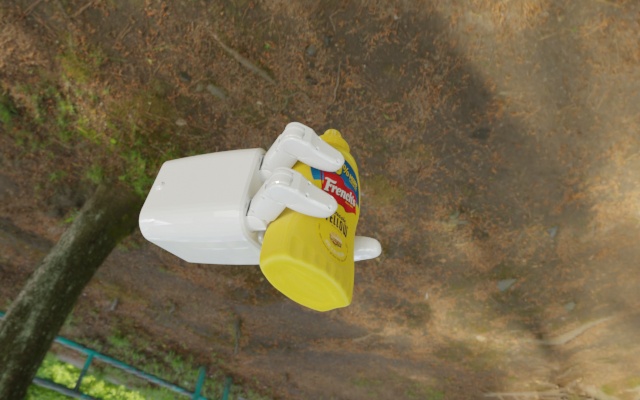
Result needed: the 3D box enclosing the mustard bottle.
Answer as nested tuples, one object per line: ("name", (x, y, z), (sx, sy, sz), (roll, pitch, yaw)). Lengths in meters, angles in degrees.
("mustard bottle", (0.000, 0.002, 0.463), (0.058, 0.191, 0.096), (-22, -49, 33))
